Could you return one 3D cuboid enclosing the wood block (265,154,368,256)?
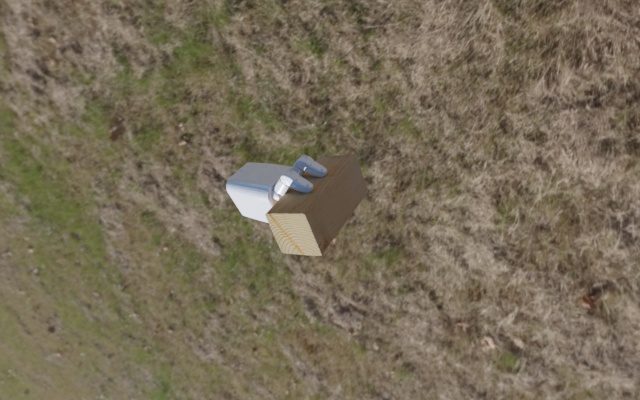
[{"bbox_3d":[0.000,0.003,0.895,0.090,0.091,0.206,-1,33,34],"label":"wood block"}]
